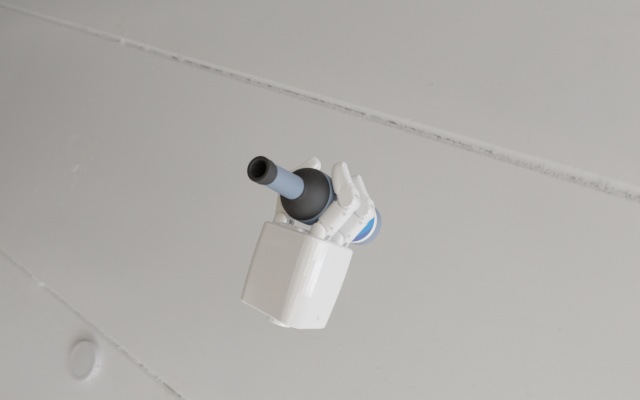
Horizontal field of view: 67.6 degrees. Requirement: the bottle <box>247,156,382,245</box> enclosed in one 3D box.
[{"bbox_3d":[0.000,0.002,0.604,0.069,0.069,0.296,0,-13,26],"label":"bottle"}]
